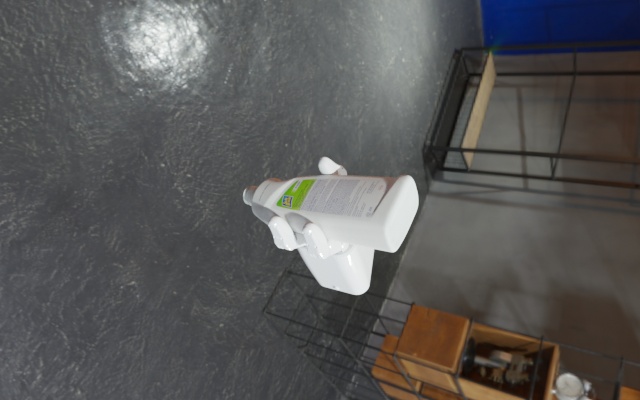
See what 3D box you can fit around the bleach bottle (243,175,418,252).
[{"bbox_3d":[0.000,0.002,0.667,0.251,0.102,0.068,9,-39,32],"label":"bleach bottle"}]
